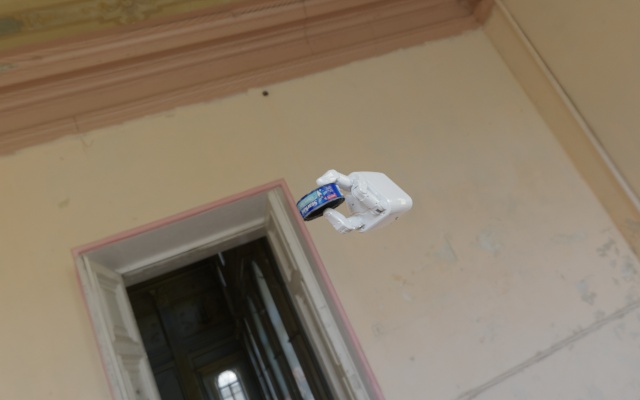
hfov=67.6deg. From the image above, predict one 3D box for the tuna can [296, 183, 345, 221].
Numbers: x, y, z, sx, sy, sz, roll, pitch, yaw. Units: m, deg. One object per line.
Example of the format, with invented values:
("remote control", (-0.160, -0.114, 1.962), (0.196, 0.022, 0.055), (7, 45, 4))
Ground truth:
("tuna can", (0.000, 0.002, 0.863), (0.086, 0.033, 0.086), (-27, -12, -6))
